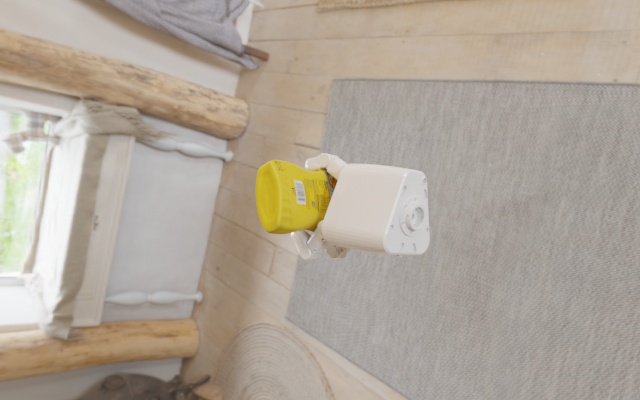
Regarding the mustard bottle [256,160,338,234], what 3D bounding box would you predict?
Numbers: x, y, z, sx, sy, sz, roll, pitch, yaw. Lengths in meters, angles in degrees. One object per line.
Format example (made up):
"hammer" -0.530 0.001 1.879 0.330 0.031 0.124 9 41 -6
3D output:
"mustard bottle" 0.000 0.002 0.685 0.191 0.096 0.058 7 -24 -43
